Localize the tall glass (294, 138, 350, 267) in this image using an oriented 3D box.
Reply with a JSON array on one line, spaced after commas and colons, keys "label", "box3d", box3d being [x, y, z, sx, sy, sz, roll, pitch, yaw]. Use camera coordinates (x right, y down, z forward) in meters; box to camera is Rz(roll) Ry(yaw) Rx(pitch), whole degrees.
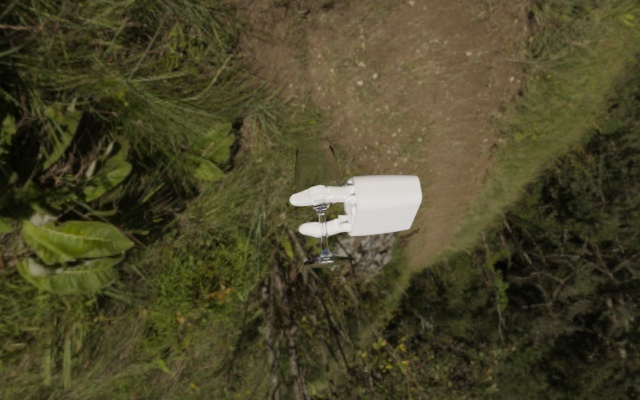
[{"label": "tall glass", "box3d": [0.000, 0.003, 0.776, 0.079, 0.201, 0.079, -6, -17, -2]}]
